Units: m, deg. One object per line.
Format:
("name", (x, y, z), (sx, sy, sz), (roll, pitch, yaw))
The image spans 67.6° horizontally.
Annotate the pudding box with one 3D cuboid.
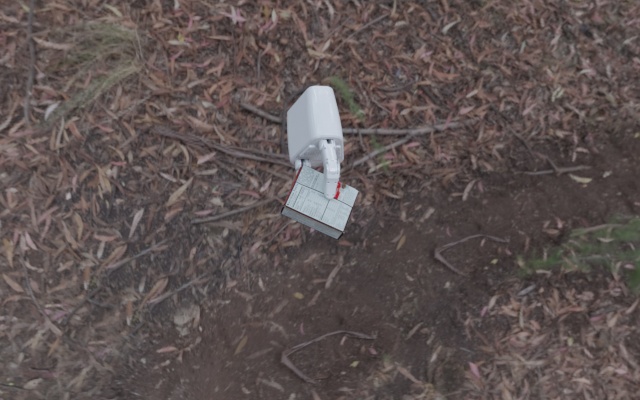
("pudding box", (0.000, 0.003, 0.811), (0.113, 0.090, 0.039), (24, -27, -2))
